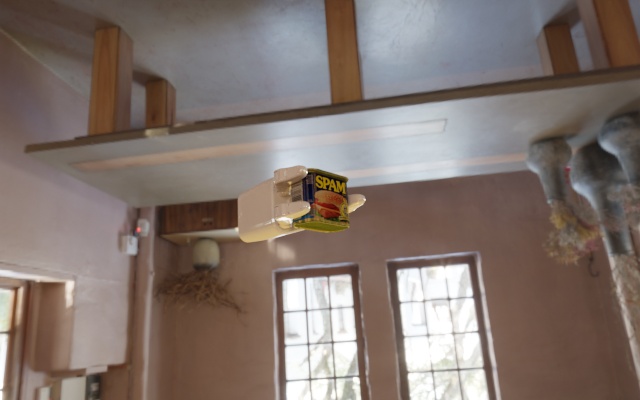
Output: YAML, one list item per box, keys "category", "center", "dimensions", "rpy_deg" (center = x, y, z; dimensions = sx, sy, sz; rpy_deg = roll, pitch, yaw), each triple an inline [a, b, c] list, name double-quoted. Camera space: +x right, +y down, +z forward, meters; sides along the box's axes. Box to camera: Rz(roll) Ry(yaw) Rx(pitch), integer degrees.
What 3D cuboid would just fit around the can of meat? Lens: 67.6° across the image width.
- category: "can of meat"
  center: [0.000, 0.003, 0.756]
  dimensions: [0.057, 0.084, 0.102]
  rpy_deg: [-17, -20, 41]
